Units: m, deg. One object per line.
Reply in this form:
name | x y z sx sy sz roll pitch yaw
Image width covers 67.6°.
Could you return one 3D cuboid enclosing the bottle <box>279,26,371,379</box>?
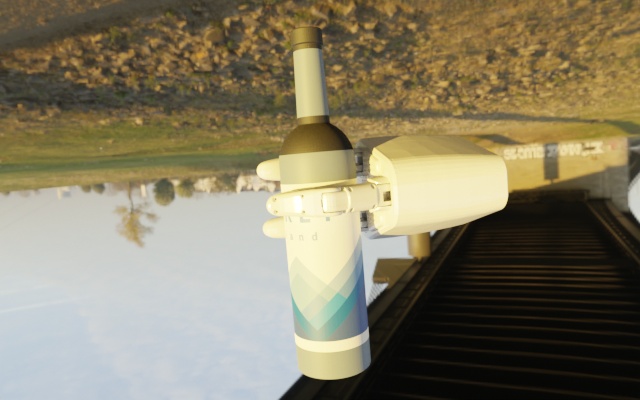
bottle | 0.000 0.002 0.420 0.069 0.296 0.069 -5 5 0
